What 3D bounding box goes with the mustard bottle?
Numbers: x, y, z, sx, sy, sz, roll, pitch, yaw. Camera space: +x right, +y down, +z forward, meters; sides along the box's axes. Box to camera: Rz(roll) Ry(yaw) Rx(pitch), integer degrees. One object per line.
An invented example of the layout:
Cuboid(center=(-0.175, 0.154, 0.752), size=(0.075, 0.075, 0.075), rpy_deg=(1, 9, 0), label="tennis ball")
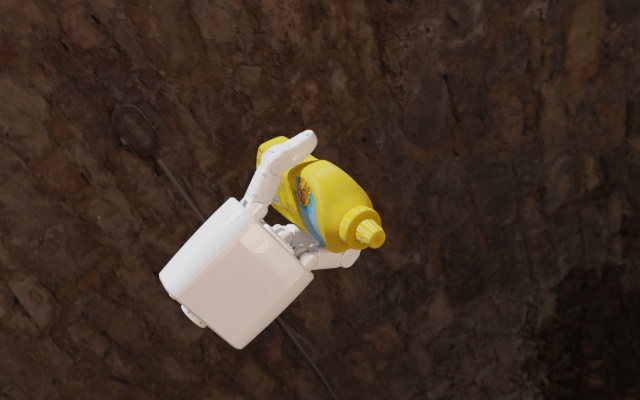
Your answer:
Cuboid(center=(0.000, 0.001, 0.495), size=(0.058, 0.096, 0.191), rpy_deg=(-26, 33, -22), label="mustard bottle")
